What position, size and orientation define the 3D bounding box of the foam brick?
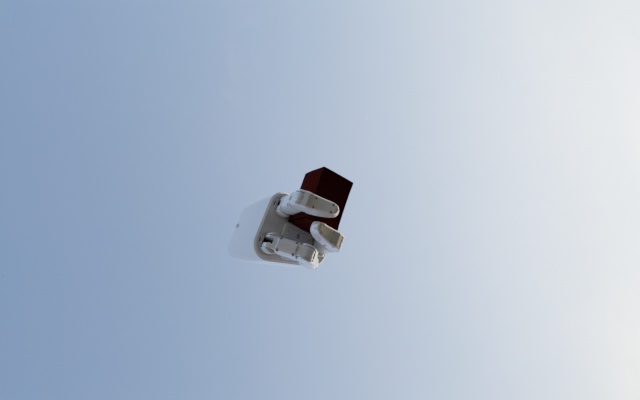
[{"bbox_3d":[0.000,0.002,0.647,0.053,0.078,0.051,30,-23,-25],"label":"foam brick"}]
